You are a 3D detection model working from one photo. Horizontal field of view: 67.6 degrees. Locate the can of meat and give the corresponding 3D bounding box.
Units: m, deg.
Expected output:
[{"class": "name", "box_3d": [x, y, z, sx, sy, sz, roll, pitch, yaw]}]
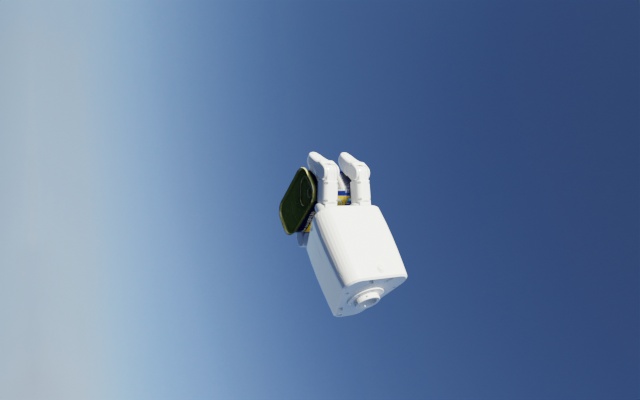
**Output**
[{"class": "can of meat", "box_3d": [0.000, 0.002, 0.677, 0.084, 0.057, 0.102, 0, -40, -31]}]
